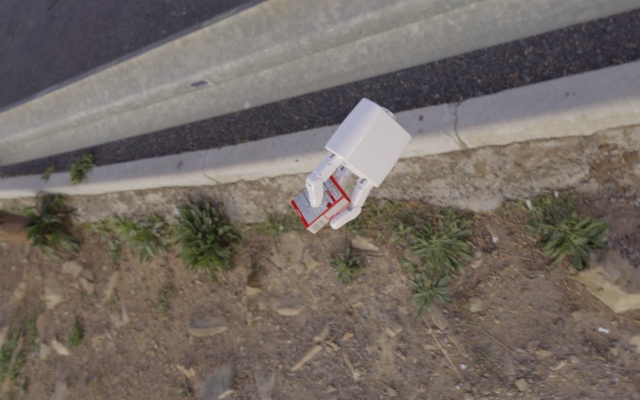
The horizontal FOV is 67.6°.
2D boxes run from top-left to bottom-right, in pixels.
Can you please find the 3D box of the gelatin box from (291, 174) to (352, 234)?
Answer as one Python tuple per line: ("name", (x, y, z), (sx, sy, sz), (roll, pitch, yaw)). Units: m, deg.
("gelatin box", (0.000, 0.003, 0.832), (0.030, 0.089, 0.073), (40, 12, -49))
